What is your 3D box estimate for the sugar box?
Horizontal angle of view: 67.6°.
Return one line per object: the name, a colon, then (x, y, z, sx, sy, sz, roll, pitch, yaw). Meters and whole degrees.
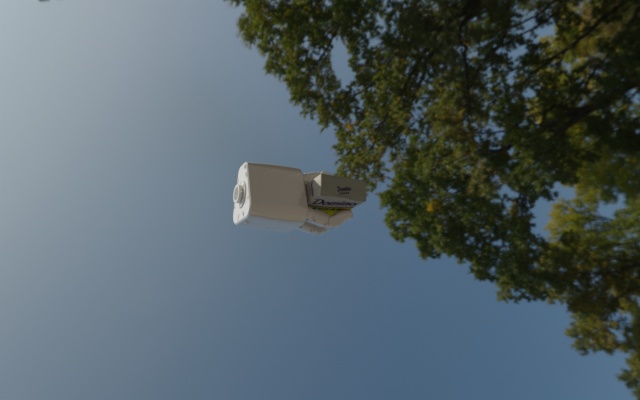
sugar box: (0.000, 0.003, 0.893, 0.093, 0.048, 0.176, 8, -18, -27)
